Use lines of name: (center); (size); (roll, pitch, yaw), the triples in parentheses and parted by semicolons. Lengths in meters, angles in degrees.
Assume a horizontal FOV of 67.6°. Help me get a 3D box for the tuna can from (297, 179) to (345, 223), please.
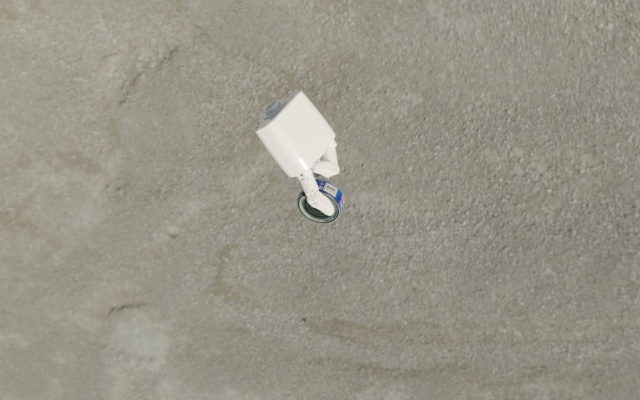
tuna can: (0.000, 0.003, 0.896); (0.086, 0.086, 0.033); (0, 42, 21)
